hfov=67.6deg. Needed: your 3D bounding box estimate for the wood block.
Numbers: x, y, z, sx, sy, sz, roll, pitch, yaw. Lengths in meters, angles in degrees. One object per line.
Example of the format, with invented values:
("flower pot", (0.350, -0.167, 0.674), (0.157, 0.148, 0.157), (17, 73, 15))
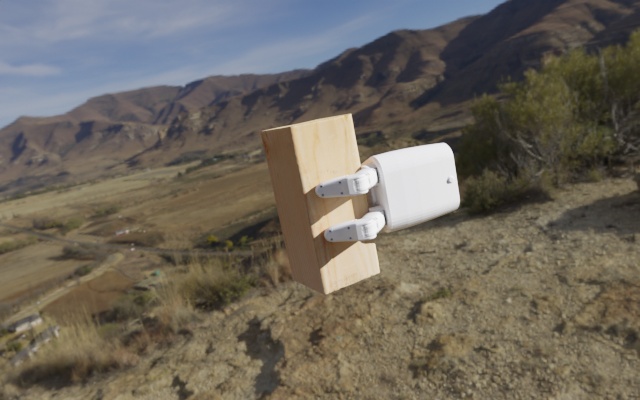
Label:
("wood block", (0.000, 0.002, 0.616), (0.090, 0.206, 0.091), (-17, 12, -27))
